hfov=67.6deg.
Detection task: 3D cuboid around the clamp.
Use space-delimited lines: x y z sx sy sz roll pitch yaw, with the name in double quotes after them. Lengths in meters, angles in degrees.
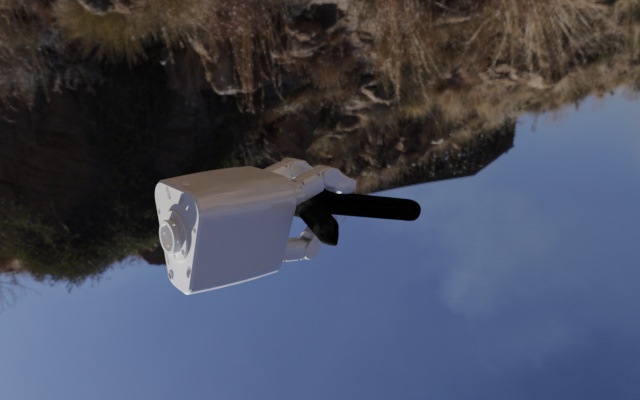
-0.001 0.003 0.560 0.164 0.036 0.210 -7 18 -42 "clamp"
